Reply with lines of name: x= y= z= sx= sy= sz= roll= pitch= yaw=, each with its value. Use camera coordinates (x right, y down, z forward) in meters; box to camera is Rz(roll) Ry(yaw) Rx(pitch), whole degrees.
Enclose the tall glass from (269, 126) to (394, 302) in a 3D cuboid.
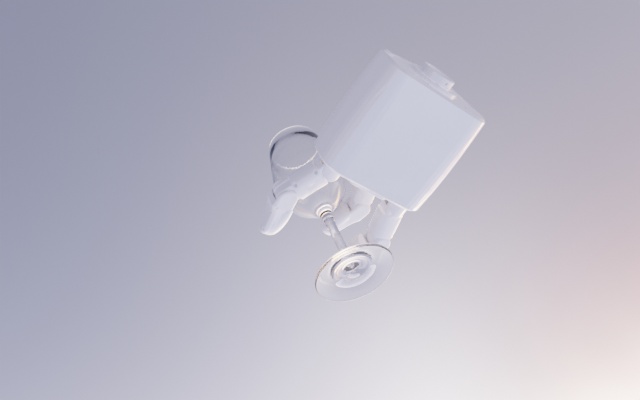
tall glass: x=0.000 y=0.002 z=0.489 sx=0.079 sy=0.079 sz=0.201 roll=0 pitch=39 yaw=-24
